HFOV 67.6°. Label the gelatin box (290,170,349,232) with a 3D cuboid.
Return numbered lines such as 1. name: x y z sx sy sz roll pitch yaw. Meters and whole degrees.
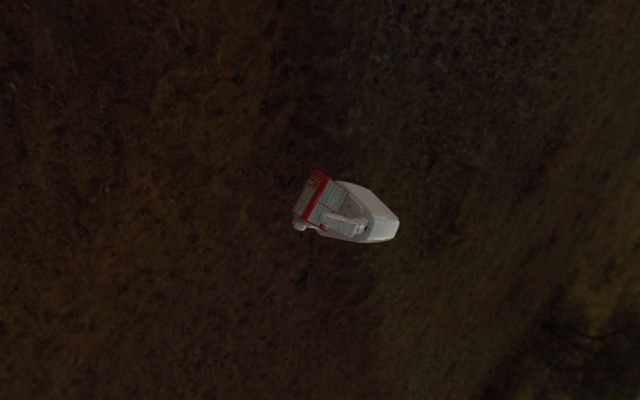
1. gelatin box: 0.000 0.002 0.724 0.030 0.073 0.089 29 -1 28
